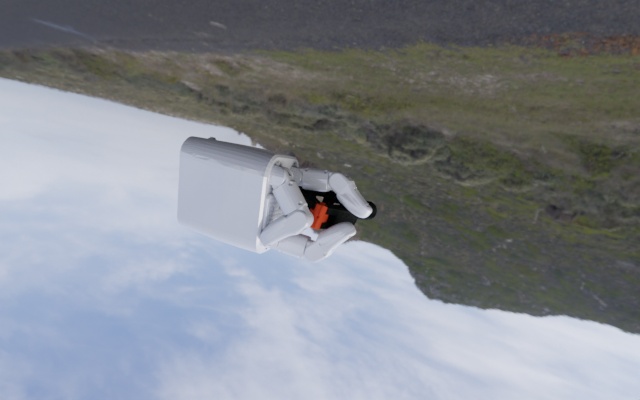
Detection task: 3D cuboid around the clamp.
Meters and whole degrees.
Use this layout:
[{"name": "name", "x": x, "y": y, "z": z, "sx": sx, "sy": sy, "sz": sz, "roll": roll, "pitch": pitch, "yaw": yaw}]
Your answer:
[{"name": "clamp", "x": 0.000, "y": 0.003, "z": 0.585, "sx": 0.120, "sy": 0.039, "sz": 0.171, "roll": 16, "pitch": 6, "yaw": 14}]
